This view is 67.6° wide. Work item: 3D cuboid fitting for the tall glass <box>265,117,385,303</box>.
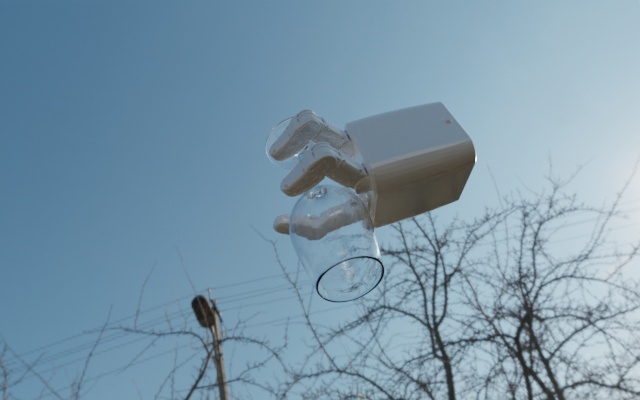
[{"bbox_3d":[0.000,0.001,0.476,0.079,0.079,0.201,0,42,-20],"label":"tall glass"}]
